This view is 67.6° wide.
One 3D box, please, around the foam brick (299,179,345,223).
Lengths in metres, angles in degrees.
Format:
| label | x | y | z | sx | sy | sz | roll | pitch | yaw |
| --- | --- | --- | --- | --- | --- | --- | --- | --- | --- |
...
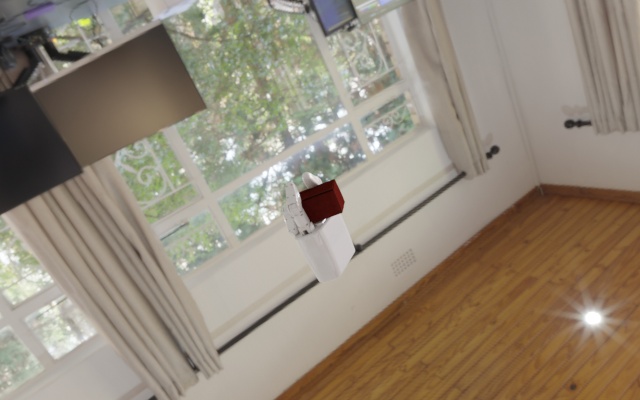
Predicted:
| label | x | y | z | sx | sy | sz | roll | pitch | yaw |
| --- | --- | --- | --- | --- | --- | --- | --- | --- | --- |
| foam brick | 0.000 | 0.003 | 0.887 | 0.078 | 0.051 | 0.053 | -20 | 19 | 17 |
